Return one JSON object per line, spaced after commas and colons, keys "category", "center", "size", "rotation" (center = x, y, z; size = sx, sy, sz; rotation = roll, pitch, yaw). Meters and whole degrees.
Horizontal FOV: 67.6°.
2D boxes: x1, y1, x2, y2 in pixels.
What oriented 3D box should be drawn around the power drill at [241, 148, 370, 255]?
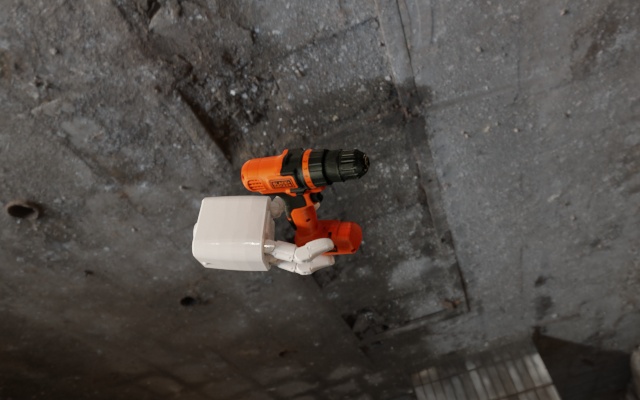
{"category": "power drill", "center": [0.000, 0.003, 0.694], "size": [0.184, 0.057, 0.188], "rotation": [-3, -44, 24]}
